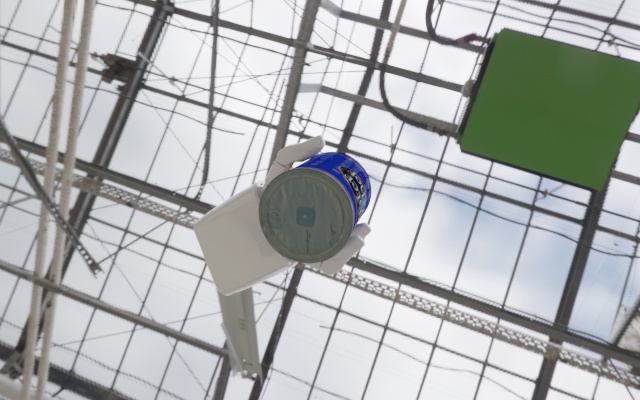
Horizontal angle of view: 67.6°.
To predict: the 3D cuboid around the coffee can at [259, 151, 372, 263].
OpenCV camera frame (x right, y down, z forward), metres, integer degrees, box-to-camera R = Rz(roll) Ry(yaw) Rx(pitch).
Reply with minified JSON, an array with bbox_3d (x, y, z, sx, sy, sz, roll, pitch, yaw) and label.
[{"bbox_3d":[0.000,0.002,0.560,0.103,0.103,0.140,0,13,14],"label":"coffee can"}]
